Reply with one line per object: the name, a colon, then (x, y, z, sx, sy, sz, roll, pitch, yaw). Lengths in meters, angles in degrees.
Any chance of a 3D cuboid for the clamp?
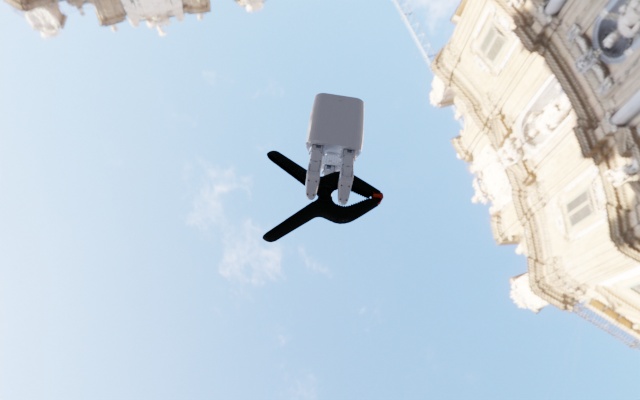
clamp: (0.001, 0.003, 0.815, 0.210, 0.164, 0.036, 8, -20, -1)
